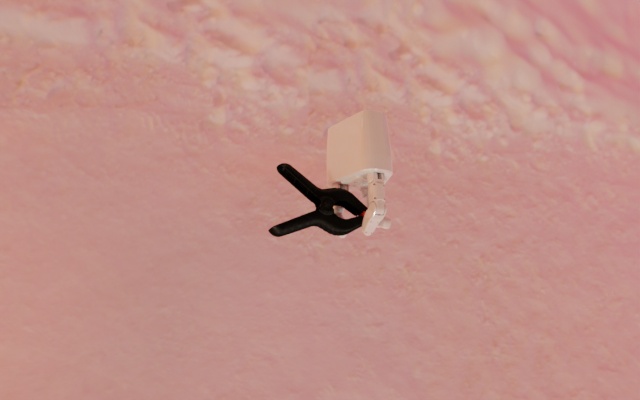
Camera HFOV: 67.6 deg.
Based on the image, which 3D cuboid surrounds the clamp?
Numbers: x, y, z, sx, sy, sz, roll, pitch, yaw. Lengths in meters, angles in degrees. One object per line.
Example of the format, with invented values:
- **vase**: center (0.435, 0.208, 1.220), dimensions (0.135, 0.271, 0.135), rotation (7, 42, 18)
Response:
- **clamp**: center (0.000, 0.002, 0.755), dimensions (0.171, 0.120, 0.039), rotation (5, -17, -23)
